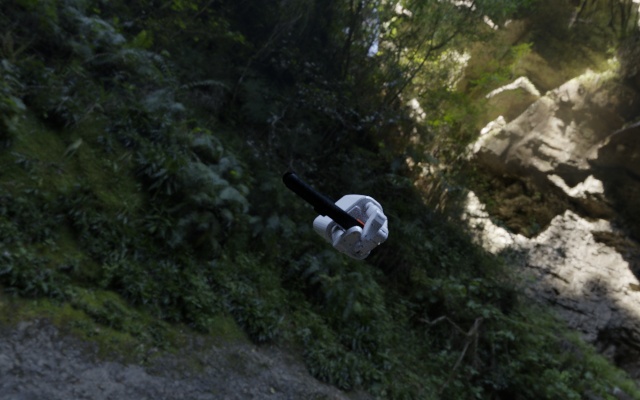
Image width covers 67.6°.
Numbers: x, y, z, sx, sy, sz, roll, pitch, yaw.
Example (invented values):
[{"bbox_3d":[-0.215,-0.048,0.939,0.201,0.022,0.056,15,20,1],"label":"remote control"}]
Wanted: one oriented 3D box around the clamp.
[{"bbox_3d":[0.001,0.002,0.833,0.171,0.039,0.120,39,6,-17],"label":"clamp"}]
